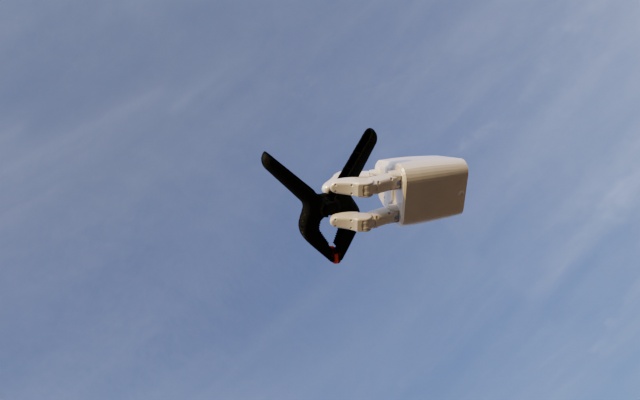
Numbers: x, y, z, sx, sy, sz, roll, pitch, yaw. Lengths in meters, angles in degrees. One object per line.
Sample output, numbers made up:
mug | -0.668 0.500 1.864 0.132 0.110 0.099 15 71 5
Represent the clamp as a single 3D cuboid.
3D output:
clamp | 0.000 0.002 0.696 0.164 0.210 0.036 -7 29 -13
